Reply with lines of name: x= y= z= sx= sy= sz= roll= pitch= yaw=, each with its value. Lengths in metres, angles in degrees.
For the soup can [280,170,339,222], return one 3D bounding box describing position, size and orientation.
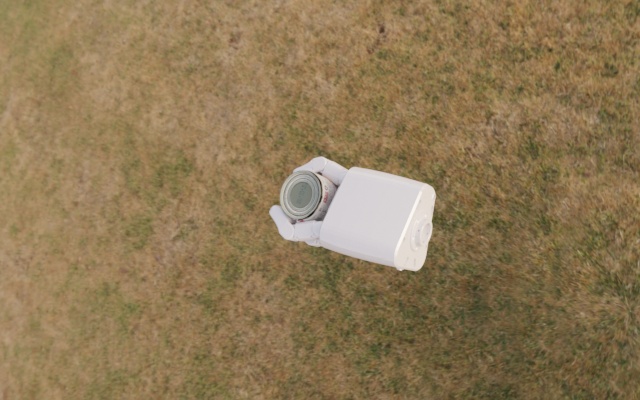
soup can: x=0.000 y=0.002 z=0.655 sx=0.068 sy=0.068 sz=0.102 roll=0 pitch=-11 yaw=33
